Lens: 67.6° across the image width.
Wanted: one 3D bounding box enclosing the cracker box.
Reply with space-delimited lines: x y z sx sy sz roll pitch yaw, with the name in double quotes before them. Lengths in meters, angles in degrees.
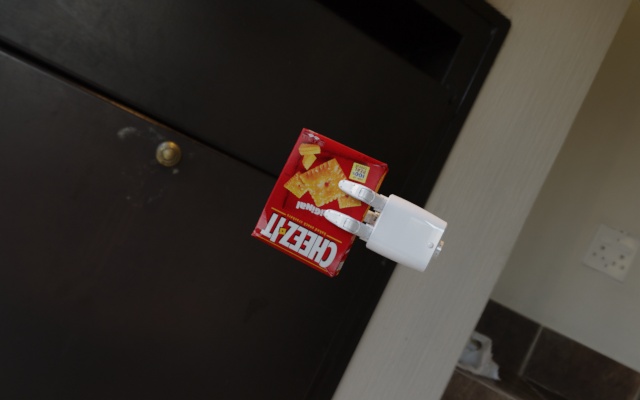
"cracker box" 0.000 0.003 0.840 0.164 0.213 0.072 26 0 11
